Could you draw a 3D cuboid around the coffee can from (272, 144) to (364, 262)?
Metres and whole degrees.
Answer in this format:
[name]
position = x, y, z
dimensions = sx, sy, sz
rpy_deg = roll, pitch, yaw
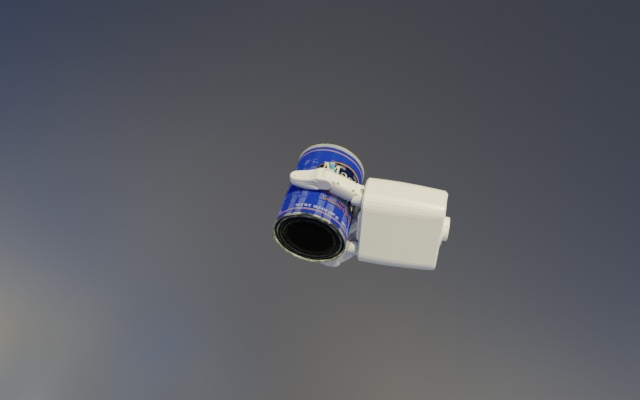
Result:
[coffee can]
position = 0.000, 0.002, 0.685
dimensions = 0.103, 0.140, 0.103
rpy_deg = 10, -41, 9
